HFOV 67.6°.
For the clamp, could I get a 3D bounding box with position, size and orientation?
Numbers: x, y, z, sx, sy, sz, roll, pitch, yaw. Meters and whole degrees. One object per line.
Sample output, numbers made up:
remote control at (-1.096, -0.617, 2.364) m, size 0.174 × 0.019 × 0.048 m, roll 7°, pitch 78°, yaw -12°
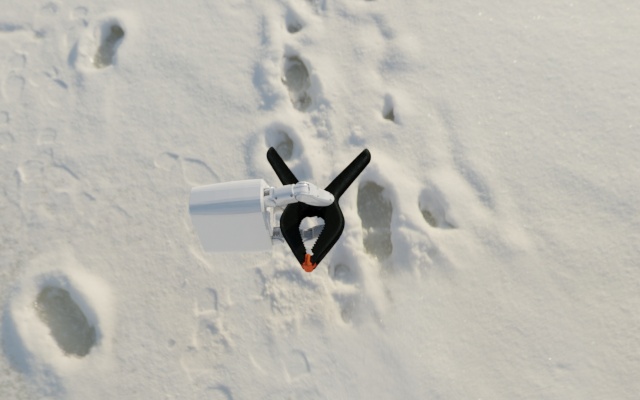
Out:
clamp at (0.000, 0.002, 0.707) m, size 0.164 × 0.209 × 0.036 m, roll -5°, pitch -30°, yaw 3°
